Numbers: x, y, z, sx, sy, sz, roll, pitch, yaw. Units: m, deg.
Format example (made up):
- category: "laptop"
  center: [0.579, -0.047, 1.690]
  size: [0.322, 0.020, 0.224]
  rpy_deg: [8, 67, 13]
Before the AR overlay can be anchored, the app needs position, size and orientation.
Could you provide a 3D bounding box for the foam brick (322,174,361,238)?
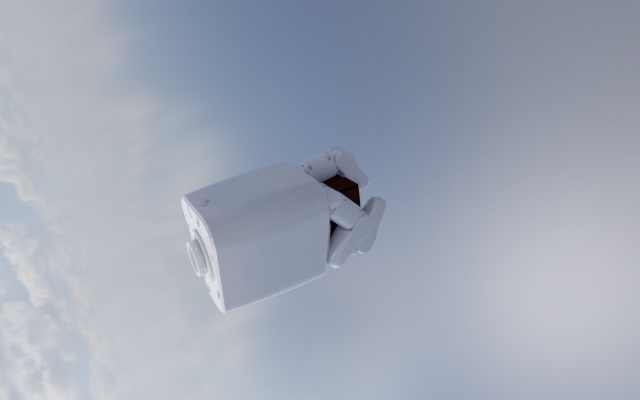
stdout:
- category: "foam brick"
  center: [0.000, 0.002, 0.496]
  size: [0.051, 0.053, 0.078]
  rpy_deg: [-19, 28, -24]
